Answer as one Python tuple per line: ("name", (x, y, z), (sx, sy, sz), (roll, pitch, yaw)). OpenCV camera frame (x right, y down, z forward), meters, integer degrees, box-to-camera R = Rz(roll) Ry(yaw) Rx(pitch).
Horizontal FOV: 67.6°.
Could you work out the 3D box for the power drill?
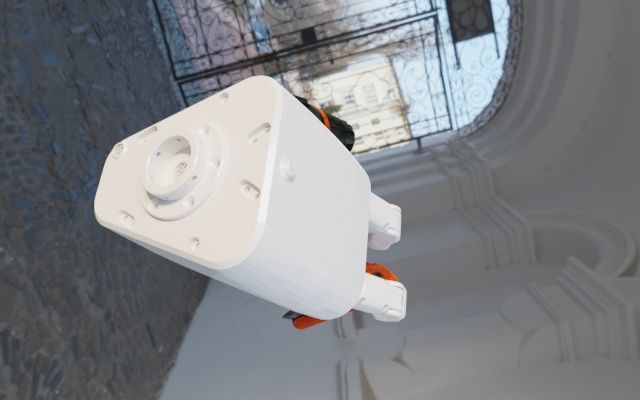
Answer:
("power drill", (0.000, 0.002, 0.401), (0.057, 0.187, 0.184), (-30, -15, 31))
